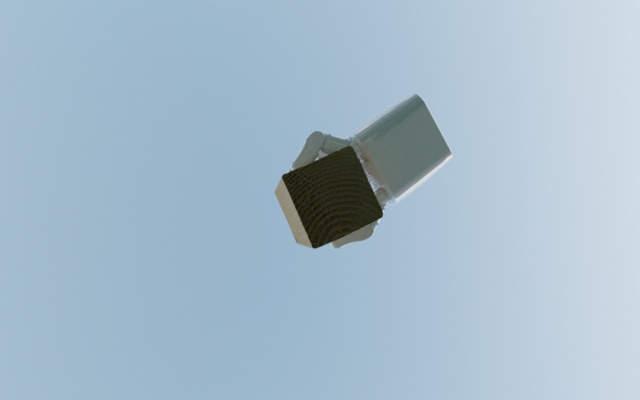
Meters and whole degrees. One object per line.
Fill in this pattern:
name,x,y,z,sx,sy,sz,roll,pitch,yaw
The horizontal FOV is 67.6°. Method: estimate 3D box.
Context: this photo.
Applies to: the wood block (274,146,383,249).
wood block,0.001,0.002,0.623,0.090,0.091,0.206,-25,0,-8
